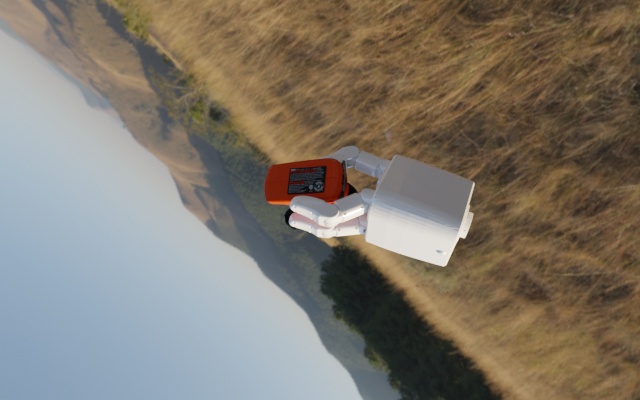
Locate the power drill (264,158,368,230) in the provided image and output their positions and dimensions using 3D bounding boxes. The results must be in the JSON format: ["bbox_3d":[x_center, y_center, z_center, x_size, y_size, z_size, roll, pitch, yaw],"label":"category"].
[{"bbox_3d":[0.000,0.002,0.670,0.184,0.057,0.188,-5,-18,24],"label":"power drill"}]
